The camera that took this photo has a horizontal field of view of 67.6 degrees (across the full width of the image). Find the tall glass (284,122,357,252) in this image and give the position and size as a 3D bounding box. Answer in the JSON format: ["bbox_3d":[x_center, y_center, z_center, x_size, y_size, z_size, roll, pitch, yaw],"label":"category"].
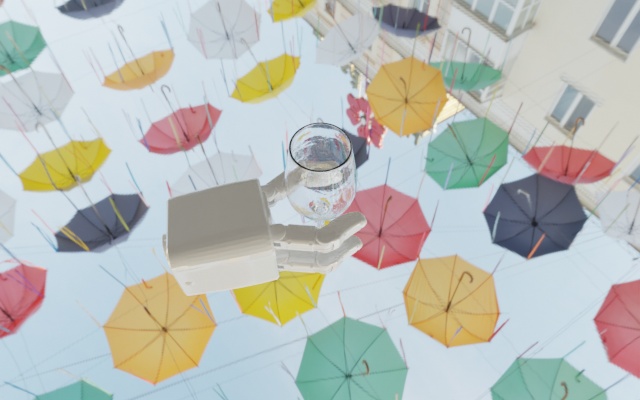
[{"bbox_3d":[0.000,0.002,0.544,0.079,0.079,0.201,0,-33,0],"label":"tall glass"}]
